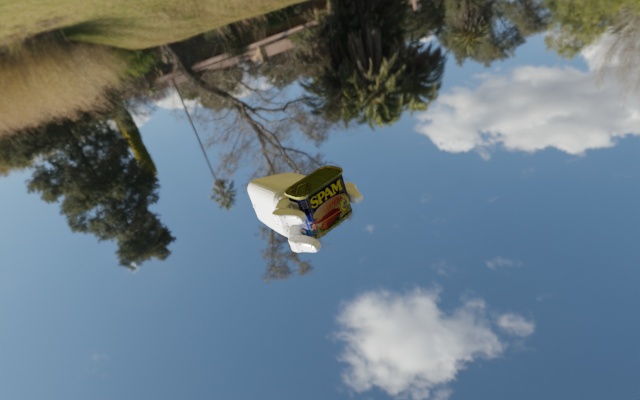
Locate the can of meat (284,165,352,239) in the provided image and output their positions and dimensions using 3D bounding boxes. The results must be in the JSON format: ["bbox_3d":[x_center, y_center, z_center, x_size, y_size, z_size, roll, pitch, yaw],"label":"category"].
[{"bbox_3d":[0.000,0.003,0.797,0.102,0.084,0.057,-34,31,-29],"label":"can of meat"}]
